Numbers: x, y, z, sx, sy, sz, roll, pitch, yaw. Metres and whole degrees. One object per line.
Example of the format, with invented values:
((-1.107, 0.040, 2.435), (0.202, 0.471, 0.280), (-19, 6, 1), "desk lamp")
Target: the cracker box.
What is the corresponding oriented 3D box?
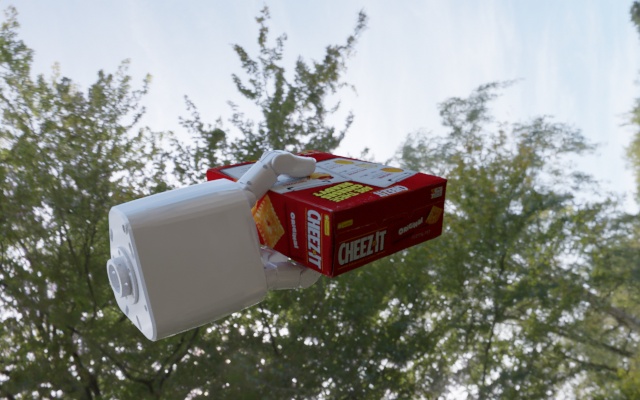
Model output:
((0.000, 0.001, 0.521), (0.164, 0.072, 0.213), (-15, 22, -39), "cracker box")
